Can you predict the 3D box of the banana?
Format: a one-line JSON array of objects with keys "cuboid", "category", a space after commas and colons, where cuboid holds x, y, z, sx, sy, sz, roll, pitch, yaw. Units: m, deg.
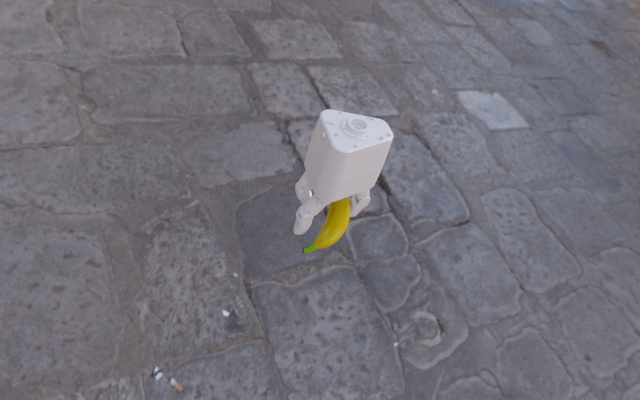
[{"cuboid": [0.018, 0.008, 0.823, 0.069, 0.197, 0.037, 10, -41, 2], "category": "banana"}]
